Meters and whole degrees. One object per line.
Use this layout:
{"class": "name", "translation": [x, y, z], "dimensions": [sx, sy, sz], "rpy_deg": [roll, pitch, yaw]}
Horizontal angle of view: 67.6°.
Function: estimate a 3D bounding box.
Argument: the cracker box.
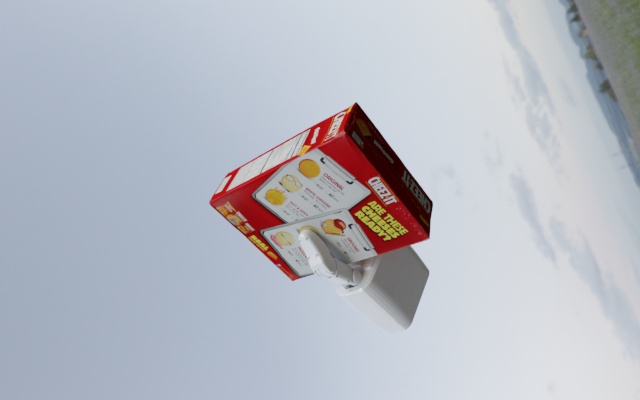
{"class": "cracker box", "translation": [0.000, 0.002, 0.574], "dimensions": [0.214, 0.072, 0.164], "rpy_deg": [-24, -59, 34]}
